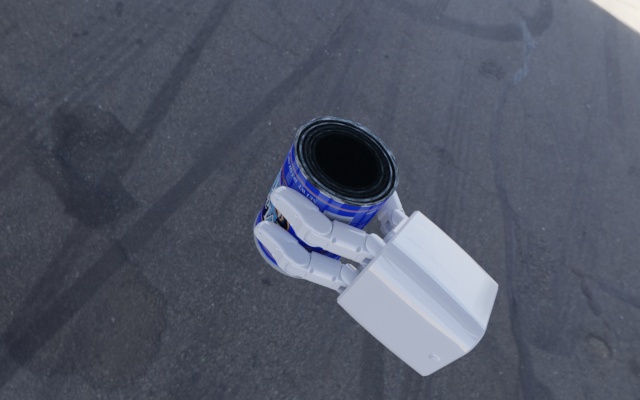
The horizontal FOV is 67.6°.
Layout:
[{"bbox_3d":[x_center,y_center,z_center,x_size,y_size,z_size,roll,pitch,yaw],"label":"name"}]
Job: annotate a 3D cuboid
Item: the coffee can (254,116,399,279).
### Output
[{"bbox_3d":[0.000,0.001,0.478,0.103,0.102,0.140,0,-35,-25],"label":"coffee can"}]
